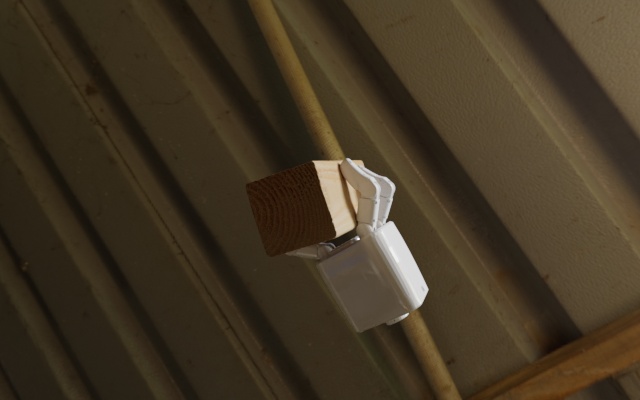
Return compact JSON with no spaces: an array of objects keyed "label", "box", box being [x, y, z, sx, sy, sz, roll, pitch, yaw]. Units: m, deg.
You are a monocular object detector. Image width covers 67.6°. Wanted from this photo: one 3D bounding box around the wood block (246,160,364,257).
[{"label":"wood block","box":[0.000,0.002,0.622,0.091,0.090,0.206,-18,-2,20]}]
